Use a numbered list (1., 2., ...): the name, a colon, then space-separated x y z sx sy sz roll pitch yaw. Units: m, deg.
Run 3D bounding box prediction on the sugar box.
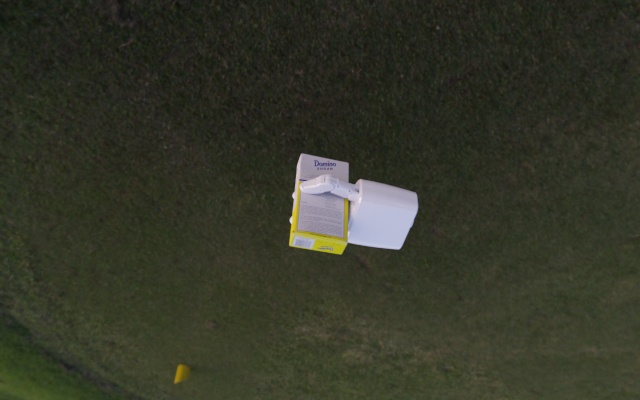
1. sugar box: 0.000 0.003 0.832 0.093 0.176 0.048 11 -40 -9
